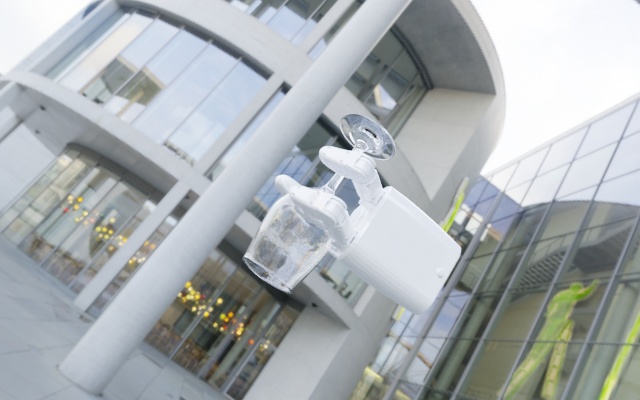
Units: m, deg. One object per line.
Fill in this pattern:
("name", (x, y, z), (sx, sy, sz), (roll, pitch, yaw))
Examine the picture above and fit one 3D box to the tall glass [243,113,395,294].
("tall glass", (0.000, 0.001, 0.520), (0.079, 0.201, 0.079), (31, -21, 13))
